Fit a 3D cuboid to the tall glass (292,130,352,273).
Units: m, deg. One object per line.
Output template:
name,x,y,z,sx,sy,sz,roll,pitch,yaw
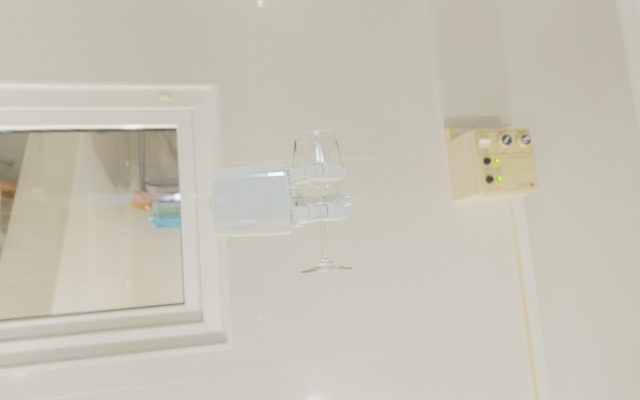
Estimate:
tall glass,0.000,0.003,0.694,0.079,0.201,0.079,-4,-8,-1
